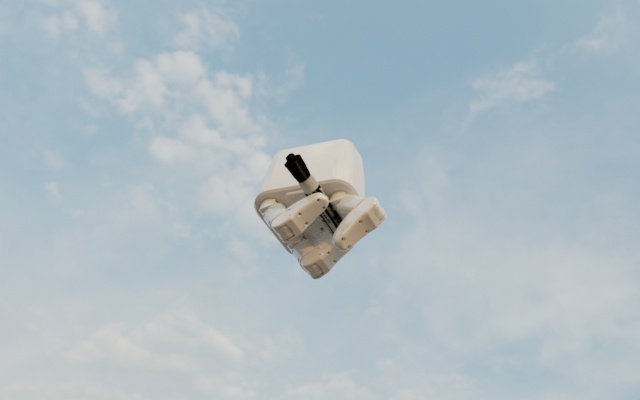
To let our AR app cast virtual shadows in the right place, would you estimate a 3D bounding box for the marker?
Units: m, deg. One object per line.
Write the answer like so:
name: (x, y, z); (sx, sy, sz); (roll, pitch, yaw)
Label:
marker: (0.000, 0.002, 0.487); (0.020, 0.121, 0.020); (-27, 27, 15)
